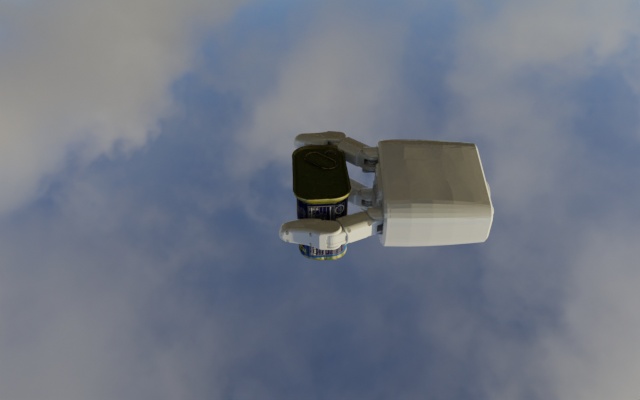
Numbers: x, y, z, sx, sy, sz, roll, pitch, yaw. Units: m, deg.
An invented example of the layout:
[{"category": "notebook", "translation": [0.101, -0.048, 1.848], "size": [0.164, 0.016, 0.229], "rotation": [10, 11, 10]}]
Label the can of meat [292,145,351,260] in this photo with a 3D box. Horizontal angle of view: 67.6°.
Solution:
[{"category": "can of meat", "translation": [0.000, 0.002, 0.515], "size": [0.057, 0.084, 0.102], "rotation": [-3, 37, -3]}]
